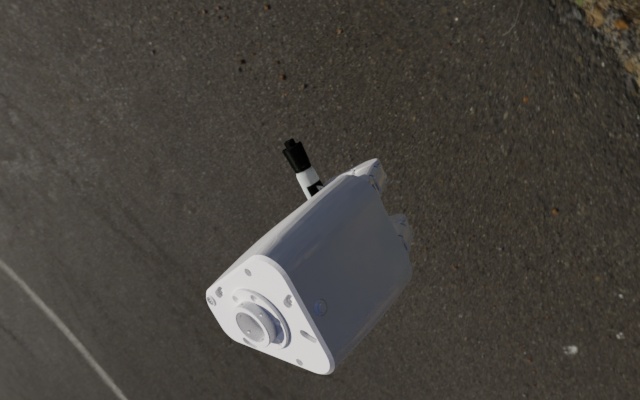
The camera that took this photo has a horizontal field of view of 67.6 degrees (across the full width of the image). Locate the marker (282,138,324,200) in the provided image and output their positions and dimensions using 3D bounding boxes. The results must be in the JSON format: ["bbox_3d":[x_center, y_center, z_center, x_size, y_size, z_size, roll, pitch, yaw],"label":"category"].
[{"bbox_3d":[0.000,0.001,0.418,0.020,0.121,0.020,-26,13,7],"label":"marker"}]
